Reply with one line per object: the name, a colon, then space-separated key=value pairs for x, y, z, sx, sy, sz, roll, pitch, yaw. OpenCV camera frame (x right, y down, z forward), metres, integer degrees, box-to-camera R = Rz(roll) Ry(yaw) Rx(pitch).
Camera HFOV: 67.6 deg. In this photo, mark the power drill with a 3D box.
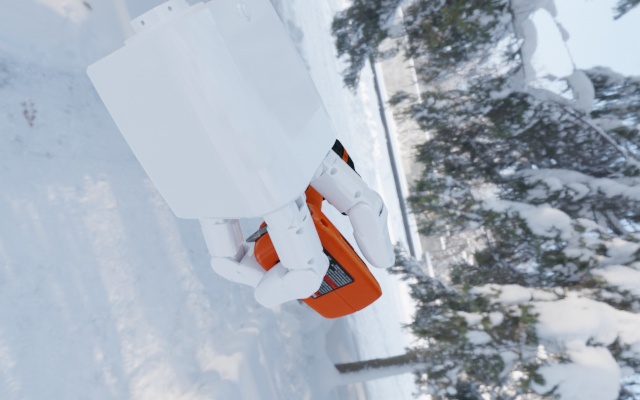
power drill: x=0.000 y=0.001 z=0.406 sx=0.057 sy=0.187 sz=0.184 roll=-30 pitch=-51 yaw=18
